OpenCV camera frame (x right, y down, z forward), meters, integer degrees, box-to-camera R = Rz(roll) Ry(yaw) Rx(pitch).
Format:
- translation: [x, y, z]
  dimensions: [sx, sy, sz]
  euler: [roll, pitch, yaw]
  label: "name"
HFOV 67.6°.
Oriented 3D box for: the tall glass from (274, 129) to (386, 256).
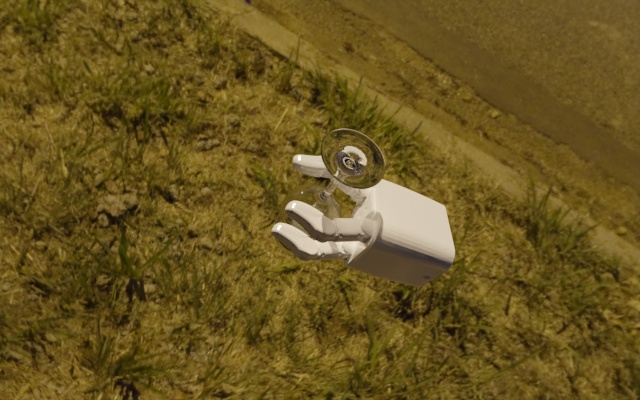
- translation: [0.000, 0.001, 0.579]
  dimensions: [0.079, 0.079, 0.201]
  euler: [0, -28, -24]
  label: "tall glass"
